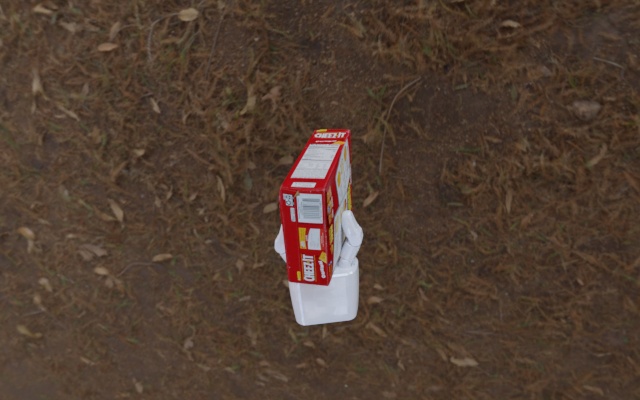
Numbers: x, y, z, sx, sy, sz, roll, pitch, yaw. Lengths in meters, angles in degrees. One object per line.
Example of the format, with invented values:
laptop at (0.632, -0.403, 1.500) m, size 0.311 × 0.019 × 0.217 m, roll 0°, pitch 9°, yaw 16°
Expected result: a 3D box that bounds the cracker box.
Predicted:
cracker box at (0.000, 0.003, 0.751) m, size 0.072 × 0.164 × 0.213 m, roll 3°, pitch 30°, yaw 12°
